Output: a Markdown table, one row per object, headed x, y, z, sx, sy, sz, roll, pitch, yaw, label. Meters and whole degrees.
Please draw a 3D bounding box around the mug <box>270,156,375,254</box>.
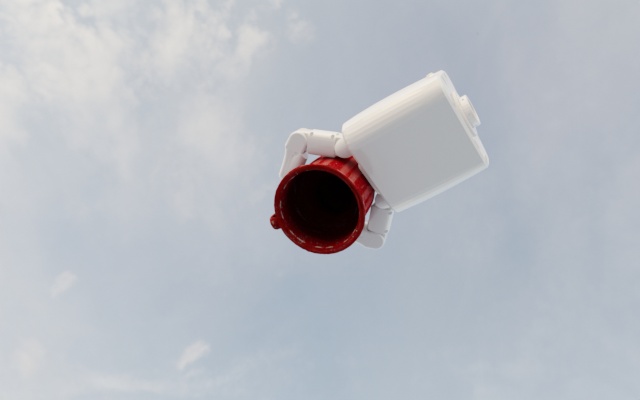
| x | y | z | sx | sy | sz | roll | pitch | yaw | label |
| --- | --- | --- | --- | --- | --- | --- | --- | --- | --- |
| -0.001 | 0.002 | 0.501 | 0.117 | 0.093 | 0.081 | -25 | 9 | 25 | mug |
